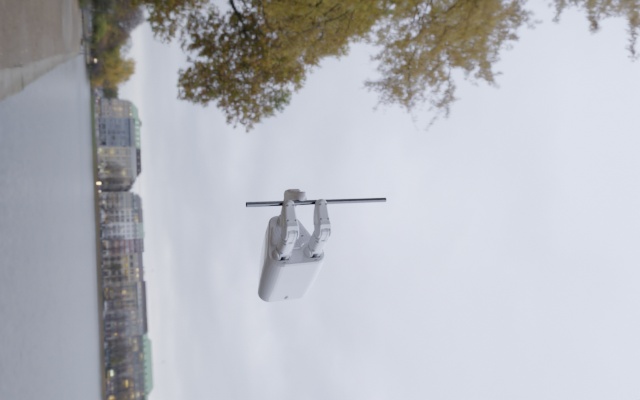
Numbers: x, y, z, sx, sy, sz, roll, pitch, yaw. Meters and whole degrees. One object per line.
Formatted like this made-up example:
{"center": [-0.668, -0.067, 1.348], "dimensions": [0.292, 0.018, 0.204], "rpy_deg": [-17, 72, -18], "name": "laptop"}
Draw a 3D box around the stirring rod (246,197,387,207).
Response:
{"center": [0.000, 0.002, 0.752], "dimensions": [0.239, 0.011, 0.011], "rpy_deg": [-2, 1, -25], "name": "stirring rod"}
